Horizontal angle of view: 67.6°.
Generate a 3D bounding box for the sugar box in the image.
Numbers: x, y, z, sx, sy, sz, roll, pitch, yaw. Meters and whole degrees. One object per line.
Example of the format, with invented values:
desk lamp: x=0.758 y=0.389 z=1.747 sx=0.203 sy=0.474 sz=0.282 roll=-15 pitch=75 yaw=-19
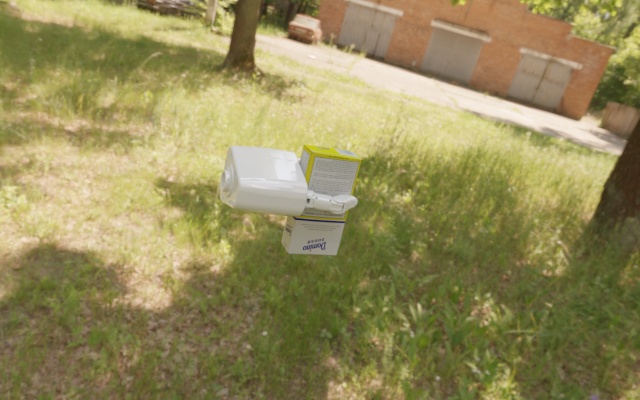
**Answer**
sugar box: x=0.000 y=0.002 z=0.781 sx=0.093 sy=0.176 sz=0.048 roll=6 pitch=23 yaw=-25
